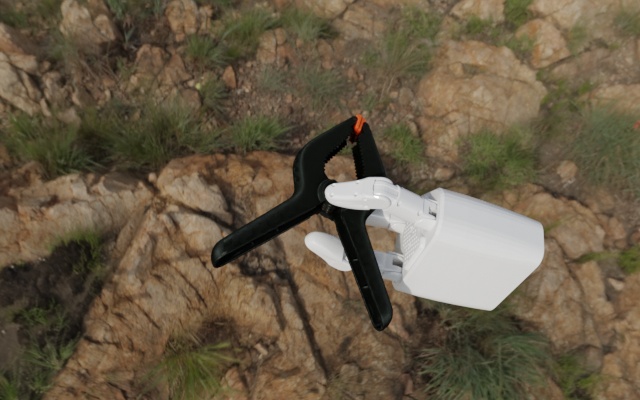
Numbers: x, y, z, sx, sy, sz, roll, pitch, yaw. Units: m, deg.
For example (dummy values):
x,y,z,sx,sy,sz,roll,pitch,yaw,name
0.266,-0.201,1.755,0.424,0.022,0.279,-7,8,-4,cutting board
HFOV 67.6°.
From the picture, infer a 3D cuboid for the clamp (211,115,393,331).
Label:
x,y,z,sx,sy,sz,roll,pitch,yaw,name
0.001,0.001,0.449,0.164,0.209,0.036,17,-29,-8,clamp
